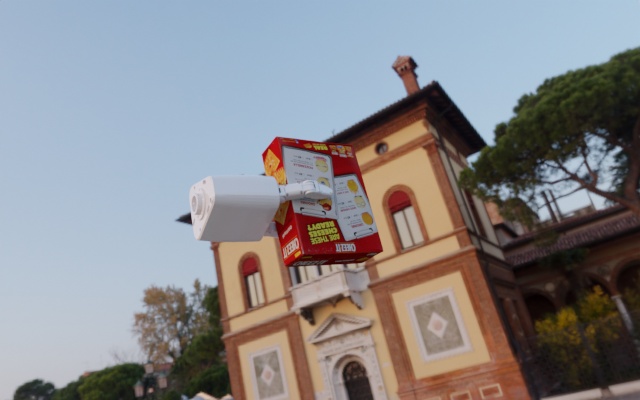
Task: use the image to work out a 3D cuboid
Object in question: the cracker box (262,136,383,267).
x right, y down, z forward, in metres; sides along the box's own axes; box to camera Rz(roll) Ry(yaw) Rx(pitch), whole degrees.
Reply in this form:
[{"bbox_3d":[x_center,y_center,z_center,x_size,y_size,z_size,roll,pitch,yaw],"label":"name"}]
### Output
[{"bbox_3d":[0.000,0.002,0.822,0.164,0.213,0.072,2,-27,-34],"label":"cracker box"}]
